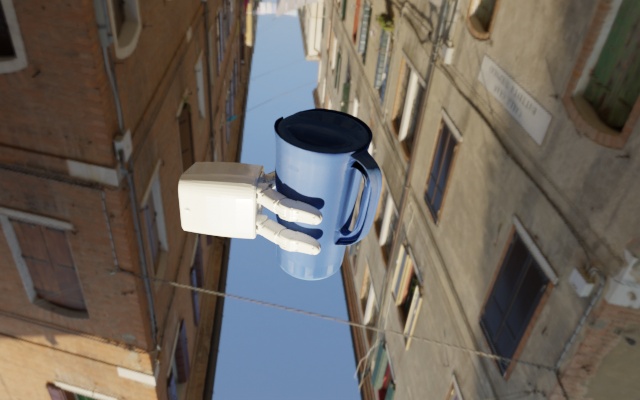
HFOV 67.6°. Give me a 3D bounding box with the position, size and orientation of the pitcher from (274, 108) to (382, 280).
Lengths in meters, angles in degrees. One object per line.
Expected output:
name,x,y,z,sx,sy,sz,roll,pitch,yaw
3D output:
pitcher,0.000,0.002,0.698,0.145,0.243,0.149,4,35,-3
